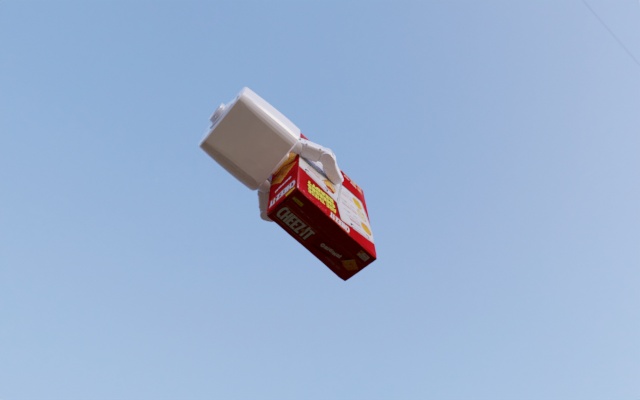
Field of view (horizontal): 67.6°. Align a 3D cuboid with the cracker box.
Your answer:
[{"bbox_3d":[0.000,0.002,0.754,0.072,0.164,0.213,-41,22,19],"label":"cracker box"}]
